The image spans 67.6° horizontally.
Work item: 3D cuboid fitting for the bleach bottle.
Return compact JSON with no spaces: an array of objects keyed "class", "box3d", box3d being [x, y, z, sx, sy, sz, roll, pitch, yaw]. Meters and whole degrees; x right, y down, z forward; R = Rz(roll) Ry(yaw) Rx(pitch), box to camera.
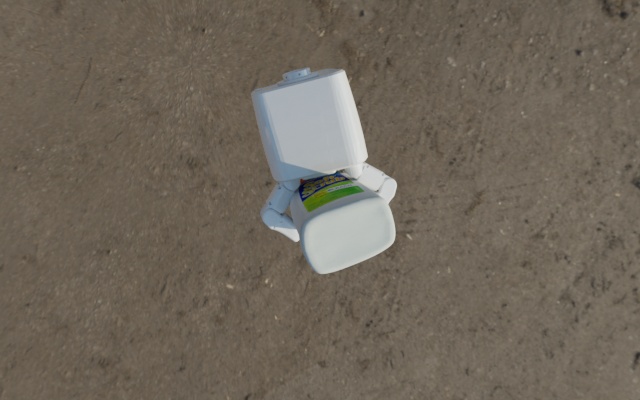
[{"class":"bleach bottle","box3d":[0.000,0.002,0.592,0.102,0.068,0.250,-19,19,-9]}]
